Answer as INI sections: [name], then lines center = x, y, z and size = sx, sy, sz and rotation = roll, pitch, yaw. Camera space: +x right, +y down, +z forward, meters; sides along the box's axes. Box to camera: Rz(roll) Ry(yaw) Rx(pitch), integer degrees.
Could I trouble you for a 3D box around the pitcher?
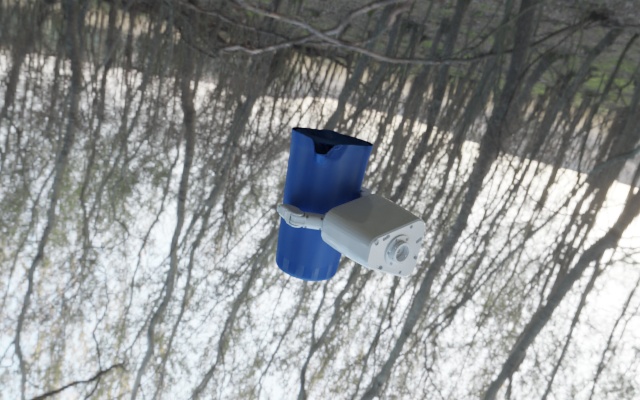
[pitcher]
center = 0.000, 0.003, 0.804
size = 0.149, 0.243, 0.145
rotation = 1, 19, -36
